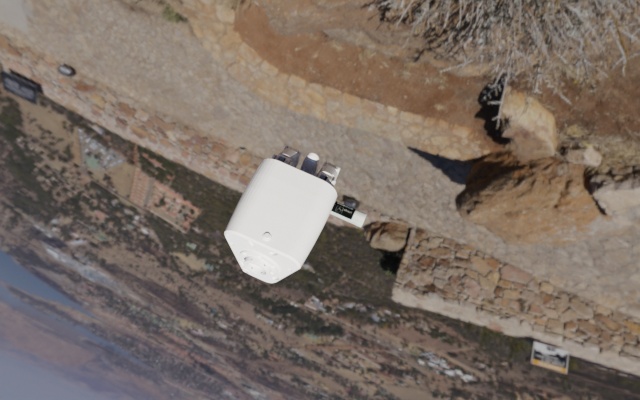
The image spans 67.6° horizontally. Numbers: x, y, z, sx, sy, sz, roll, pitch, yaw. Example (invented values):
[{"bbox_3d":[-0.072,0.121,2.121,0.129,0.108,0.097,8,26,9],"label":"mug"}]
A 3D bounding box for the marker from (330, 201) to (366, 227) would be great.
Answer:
[{"bbox_3d":[0.000,0.002,0.612,0.121,0.020,0.020,24,1,4],"label":"marker"}]
